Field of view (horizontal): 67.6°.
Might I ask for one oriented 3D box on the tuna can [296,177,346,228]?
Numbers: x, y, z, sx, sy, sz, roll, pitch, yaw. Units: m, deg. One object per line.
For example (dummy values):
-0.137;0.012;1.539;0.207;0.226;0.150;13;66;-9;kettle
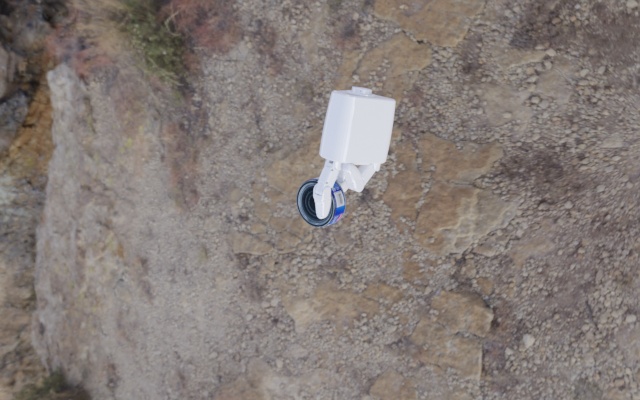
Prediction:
0.000;0.003;0.821;0.086;0.086;0.033;0;11;38;tuna can
